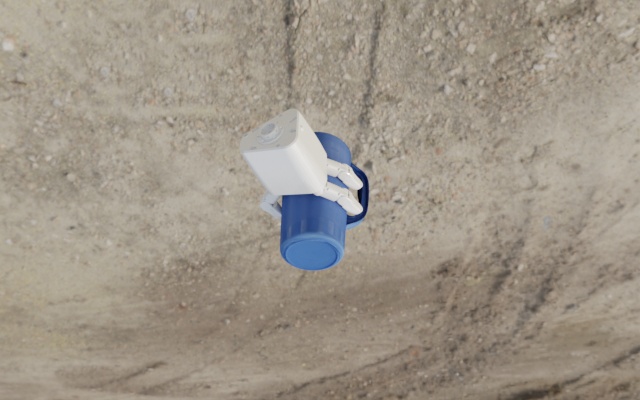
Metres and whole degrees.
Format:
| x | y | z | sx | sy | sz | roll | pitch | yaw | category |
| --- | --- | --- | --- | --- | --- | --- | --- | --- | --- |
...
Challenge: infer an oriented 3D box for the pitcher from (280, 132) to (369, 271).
| x | y | z | sx | sy | sz | roll | pitch | yaw | category |
| --- | --- | --- | --- | --- | --- | --- | --- | --- | --- |
| 0.000 | 0.003 | 0.867 | 0.149 | 0.242 | 0.145 | -15 | -44 | 19 | pitcher |
